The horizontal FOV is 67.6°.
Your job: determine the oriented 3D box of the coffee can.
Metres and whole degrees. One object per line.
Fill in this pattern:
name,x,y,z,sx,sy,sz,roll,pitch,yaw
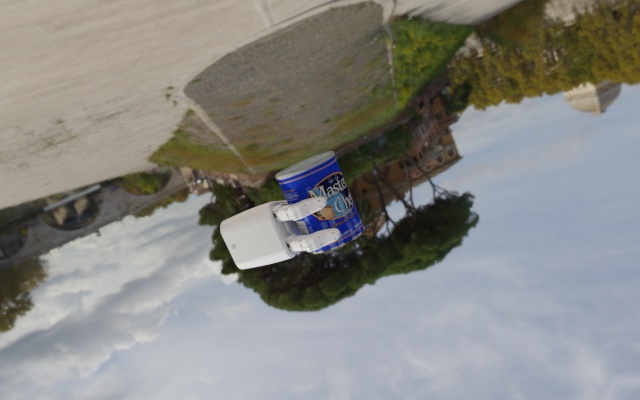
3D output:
coffee can,0.000,0.002,0.788,0.103,0.140,0.102,-22,11,4
